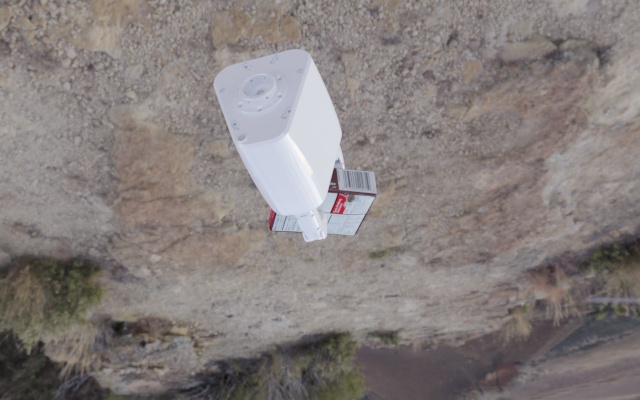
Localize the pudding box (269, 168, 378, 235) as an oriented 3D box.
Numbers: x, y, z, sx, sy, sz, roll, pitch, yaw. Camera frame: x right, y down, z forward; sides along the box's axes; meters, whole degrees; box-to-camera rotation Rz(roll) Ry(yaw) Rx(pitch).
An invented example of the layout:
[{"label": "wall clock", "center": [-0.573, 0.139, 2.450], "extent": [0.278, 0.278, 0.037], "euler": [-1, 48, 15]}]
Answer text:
[{"label": "pudding box", "center": [0.000, 0.002, 0.561], "extent": [0.113, 0.039, 0.090], "euler": [5, -36, -13]}]
